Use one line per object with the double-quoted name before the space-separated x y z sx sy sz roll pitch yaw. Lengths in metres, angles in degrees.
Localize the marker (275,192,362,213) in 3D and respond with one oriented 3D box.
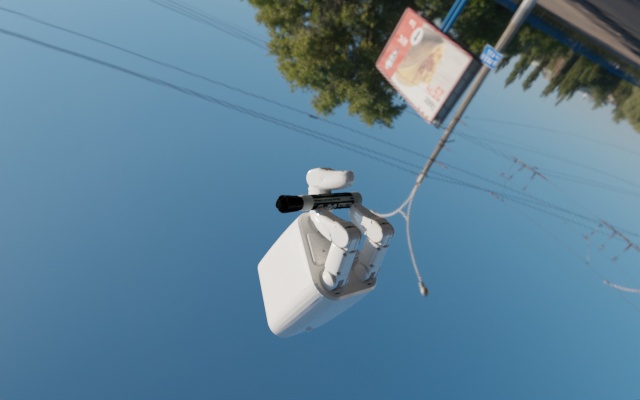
"marker" 0.000 0.002 0.518 0.020 0.020 0.121 0 2 45
